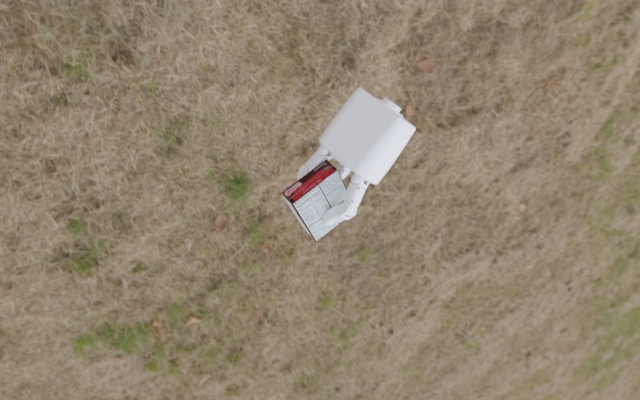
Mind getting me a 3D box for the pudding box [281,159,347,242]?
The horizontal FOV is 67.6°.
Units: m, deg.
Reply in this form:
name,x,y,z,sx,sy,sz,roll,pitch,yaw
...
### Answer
name,x,y,z,sx,sy,sz,roll,pitch,yaw
pudding box,0.000,0.003,0.761,0.090,0.114,0.039,-36,46,-7
